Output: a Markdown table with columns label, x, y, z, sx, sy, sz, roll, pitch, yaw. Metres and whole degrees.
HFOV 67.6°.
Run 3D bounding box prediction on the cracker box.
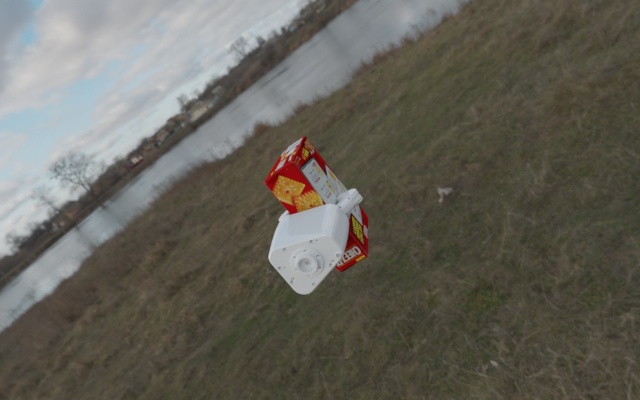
| label | x | y | z | sx | sy | sz | roll | pitch | yaw |
| --- | --- | --- | --- | --- | --- | --- | --- | --- | --- |
| cracker box | 0.000 | 0.003 | 0.874 | 0.072 | 0.214 | 0.164 | -33 | 16 | 18 |
